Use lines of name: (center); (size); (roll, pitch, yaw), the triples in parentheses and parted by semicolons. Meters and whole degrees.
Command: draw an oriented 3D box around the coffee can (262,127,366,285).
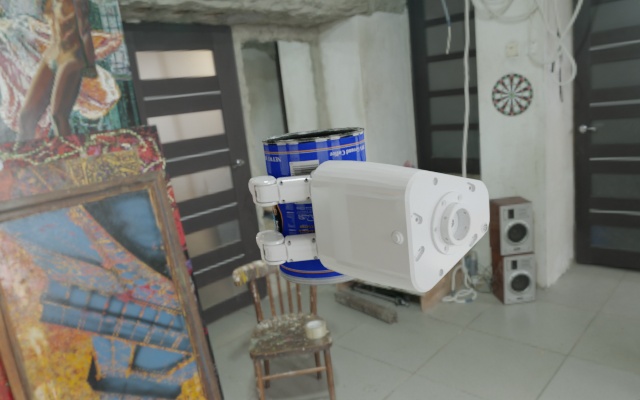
coffee can: (0.000, 0.002, 0.488); (0.103, 0.140, 0.102); (-6, 12, 1)
